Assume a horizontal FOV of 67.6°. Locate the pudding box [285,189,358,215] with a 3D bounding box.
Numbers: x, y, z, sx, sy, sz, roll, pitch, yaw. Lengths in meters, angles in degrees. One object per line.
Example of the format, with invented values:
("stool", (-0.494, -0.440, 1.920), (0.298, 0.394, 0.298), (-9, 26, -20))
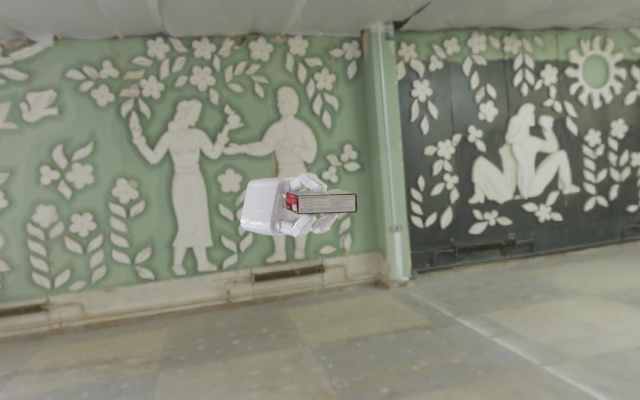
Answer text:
("pudding box", (0.000, 0.003, 0.873), (0.113, 0.039, 0.090), (-4, 7, -16))
